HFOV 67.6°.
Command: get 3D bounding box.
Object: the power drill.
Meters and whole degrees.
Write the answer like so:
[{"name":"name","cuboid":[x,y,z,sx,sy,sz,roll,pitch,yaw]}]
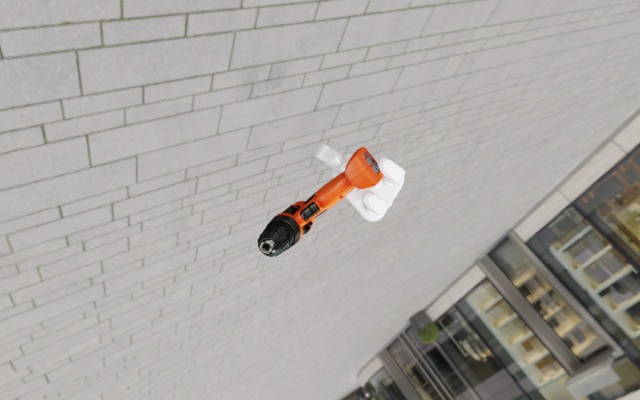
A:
[{"name":"power drill","cuboid":[0.001,0.002,0.705,0.188,0.057,0.184,-36,4,20]}]
